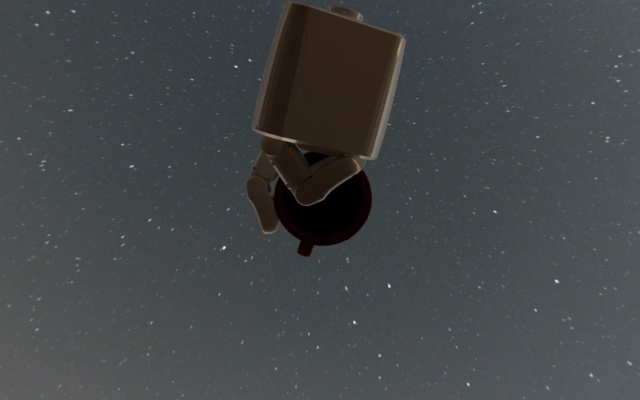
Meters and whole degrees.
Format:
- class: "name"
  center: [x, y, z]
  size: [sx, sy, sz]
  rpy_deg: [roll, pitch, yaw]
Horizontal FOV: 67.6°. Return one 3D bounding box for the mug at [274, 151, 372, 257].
- class: "mug"
  center: [0.000, 0.003, 0.494]
  size: [0.093, 0.117, 0.081]
  rpy_deg: [15, 13, -2]
